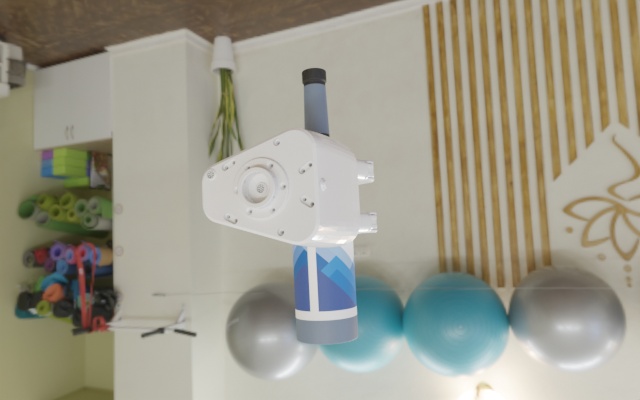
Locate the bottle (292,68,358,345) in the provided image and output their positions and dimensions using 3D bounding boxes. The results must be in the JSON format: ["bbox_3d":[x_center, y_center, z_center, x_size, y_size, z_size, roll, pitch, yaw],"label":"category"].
[{"bbox_3d":[0.000,0.002,0.526,0.069,0.295,0.069,-3,-4,0],"label":"bottle"}]
